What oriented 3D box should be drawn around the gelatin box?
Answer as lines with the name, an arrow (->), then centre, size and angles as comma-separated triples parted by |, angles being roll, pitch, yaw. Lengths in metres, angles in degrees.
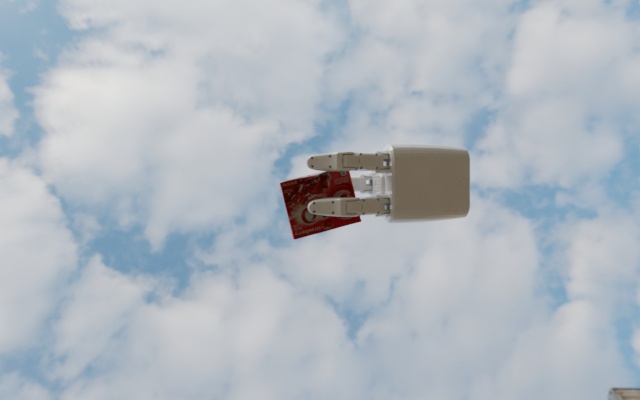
gelatin box -> 0.000, 0.002, 0.599 | 0.089, 0.073, 0.030 | -14, 5, -4
